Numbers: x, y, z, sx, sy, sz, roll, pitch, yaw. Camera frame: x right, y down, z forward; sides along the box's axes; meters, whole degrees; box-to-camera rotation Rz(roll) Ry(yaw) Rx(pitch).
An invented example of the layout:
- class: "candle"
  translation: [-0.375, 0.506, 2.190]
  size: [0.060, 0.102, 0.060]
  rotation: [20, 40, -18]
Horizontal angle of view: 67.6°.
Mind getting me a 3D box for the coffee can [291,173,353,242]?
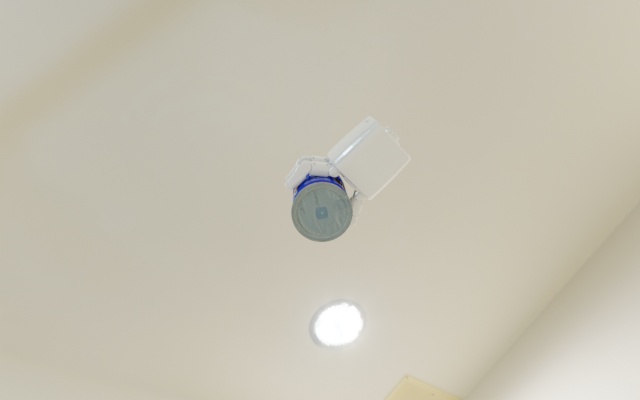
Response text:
- class: "coffee can"
  translation: [0.000, 0.003, 0.858]
  size: [0.103, 0.103, 0.140]
  rotation: [0, 15, -2]
